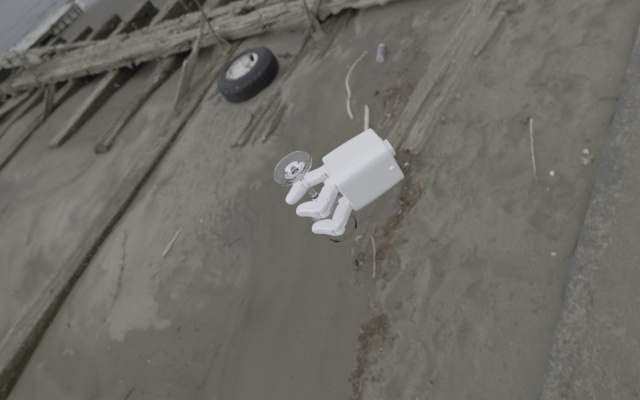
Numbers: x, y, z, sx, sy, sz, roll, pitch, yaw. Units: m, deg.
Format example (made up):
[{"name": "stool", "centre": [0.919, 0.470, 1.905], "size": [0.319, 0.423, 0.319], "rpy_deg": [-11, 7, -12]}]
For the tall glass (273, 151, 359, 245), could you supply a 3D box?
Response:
[{"name": "tall glass", "centre": [0.000, 0.002, 0.861], "size": [0.079, 0.079, 0.201], "rpy_deg": [0, -35, 35]}]
